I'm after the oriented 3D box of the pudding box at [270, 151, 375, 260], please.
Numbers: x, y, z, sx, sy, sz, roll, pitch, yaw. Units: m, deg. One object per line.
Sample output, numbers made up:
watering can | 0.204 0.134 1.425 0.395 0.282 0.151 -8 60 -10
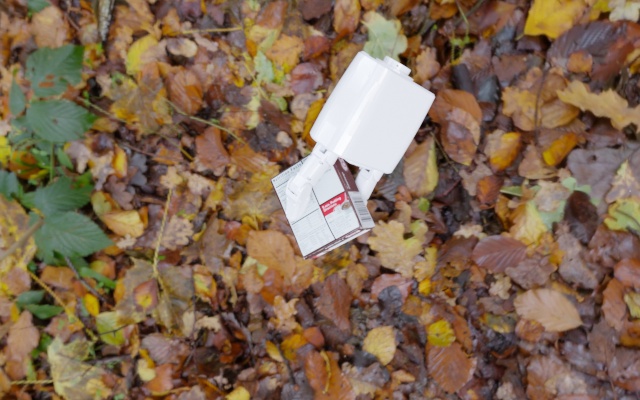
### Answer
pudding box | 0.000 0.002 0.573 0.090 0.113 0.039 -31 -17 27
